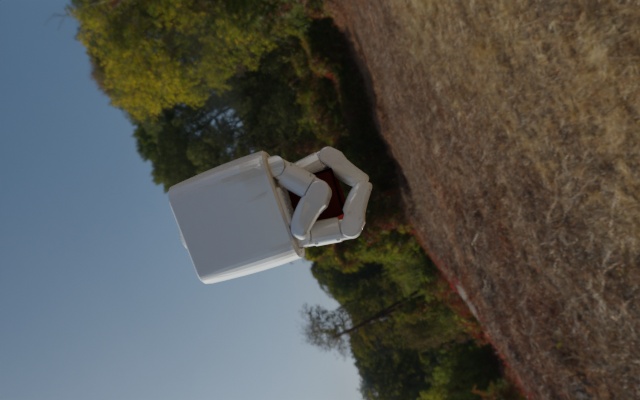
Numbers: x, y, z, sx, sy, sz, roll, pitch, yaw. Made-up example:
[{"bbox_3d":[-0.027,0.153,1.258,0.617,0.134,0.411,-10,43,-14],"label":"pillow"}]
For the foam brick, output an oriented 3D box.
[{"bbox_3d":[0.000,0.002,0.530,0.051,0.053,0.078,-19,-11,5],"label":"foam brick"}]
